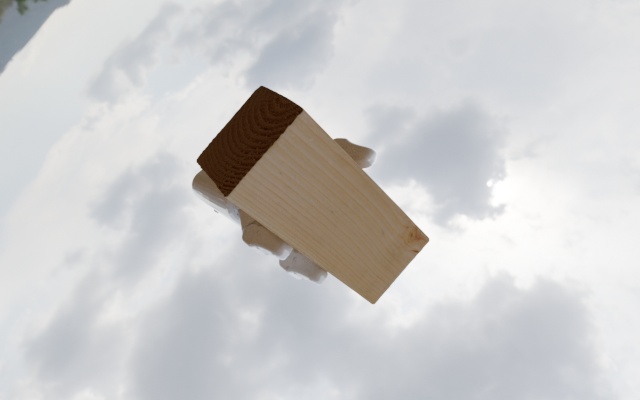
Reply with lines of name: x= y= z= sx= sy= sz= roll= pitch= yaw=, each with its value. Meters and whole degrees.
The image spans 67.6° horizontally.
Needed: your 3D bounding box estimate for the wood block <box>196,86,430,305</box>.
wood block: x=0.000 y=0.001 z=0.448 sx=0.206 sy=0.091 sz=0.090 roll=41 pitch=0 yaw=-38
